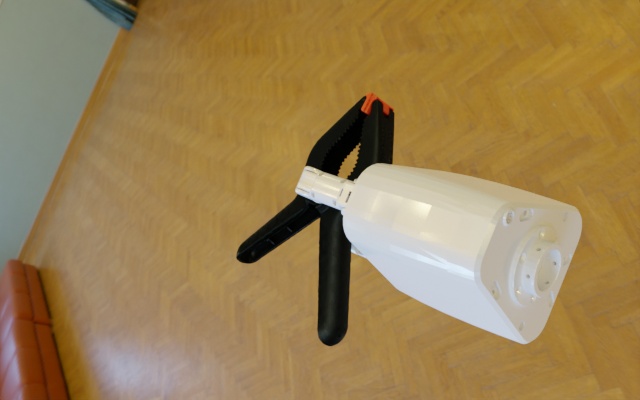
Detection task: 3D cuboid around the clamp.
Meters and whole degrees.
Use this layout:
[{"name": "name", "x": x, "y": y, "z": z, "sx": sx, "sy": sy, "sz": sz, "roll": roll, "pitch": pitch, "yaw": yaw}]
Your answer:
[{"name": "clamp", "x": 0.000, "y": 0.001, "z": 0.437, "sx": 0.036, "sy": 0.210, "sz": 0.164, "roll": 24, "pitch": -3, "yaw": -43}]
